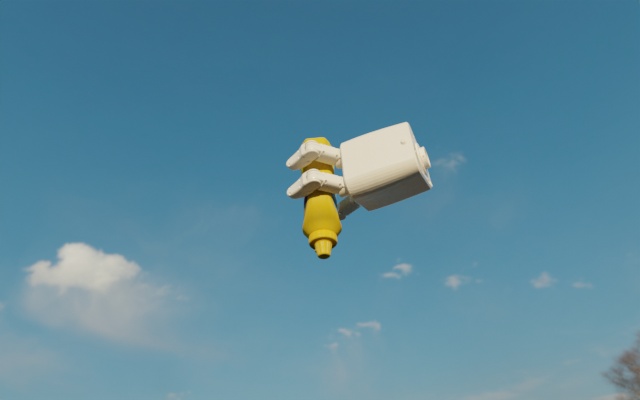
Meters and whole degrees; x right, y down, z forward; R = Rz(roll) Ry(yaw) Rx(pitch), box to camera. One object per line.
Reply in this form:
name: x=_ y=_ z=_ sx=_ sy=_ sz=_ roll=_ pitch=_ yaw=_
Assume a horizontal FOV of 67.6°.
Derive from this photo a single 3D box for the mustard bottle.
mustard bottle: x=0.000 y=0.002 z=0.729 sx=0.058 sy=0.191 sz=0.096 roll=-4 pitch=-37 yaw=-1
